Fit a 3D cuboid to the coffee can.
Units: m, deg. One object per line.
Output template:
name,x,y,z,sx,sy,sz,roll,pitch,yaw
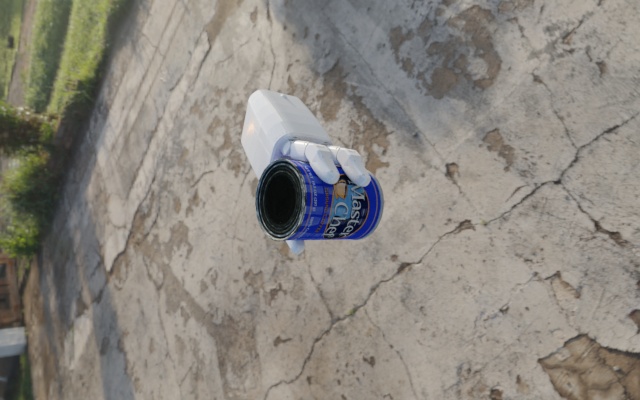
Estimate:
coffee can,0.000,0.002,0.634,0.140,0.103,0.103,3,-2,-42
